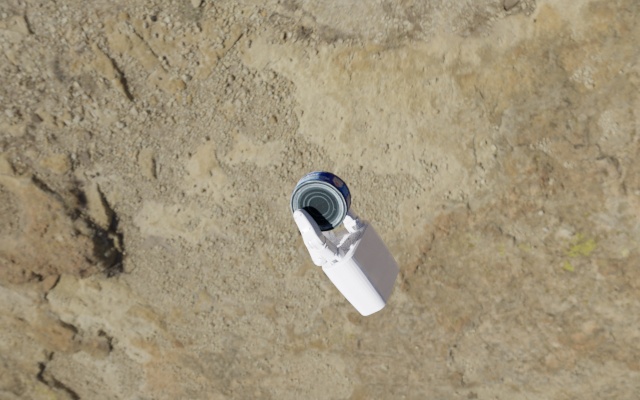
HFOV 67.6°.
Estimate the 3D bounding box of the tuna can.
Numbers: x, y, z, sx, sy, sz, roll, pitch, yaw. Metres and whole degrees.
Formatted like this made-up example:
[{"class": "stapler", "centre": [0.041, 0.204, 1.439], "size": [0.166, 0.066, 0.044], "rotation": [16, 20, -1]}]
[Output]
[{"class": "tuna can", "centre": [0.000, 0.002, 0.695], "size": [0.086, 0.086, 0.033], "rotation": [0, 26, 14]}]
